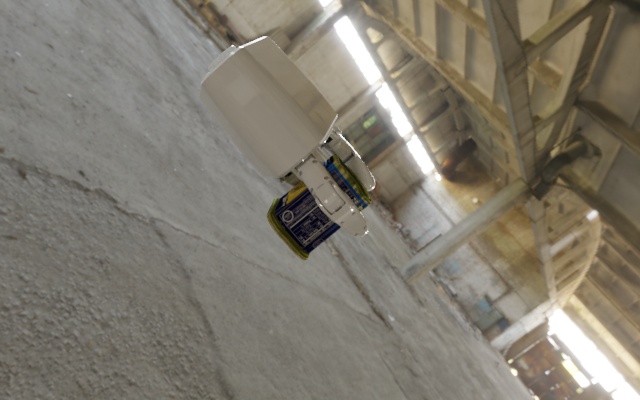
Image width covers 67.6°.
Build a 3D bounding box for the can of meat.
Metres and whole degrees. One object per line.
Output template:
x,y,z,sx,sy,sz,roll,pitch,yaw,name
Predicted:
0.000,0.001,0.470,0.084,0.057,0.102,-39,9,7,can of meat
